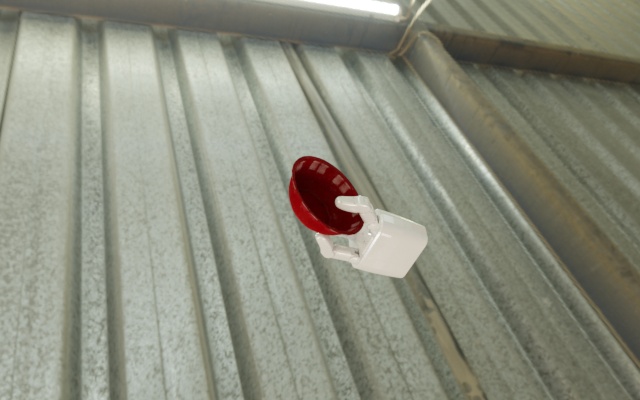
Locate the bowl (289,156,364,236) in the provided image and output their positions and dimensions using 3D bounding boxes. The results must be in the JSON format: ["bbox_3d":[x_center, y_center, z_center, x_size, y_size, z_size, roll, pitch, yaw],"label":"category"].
[{"bbox_3d":[-0.001,0.002,0.826,0.162,0.162,0.055,0,-33,-49],"label":"bowl"}]
